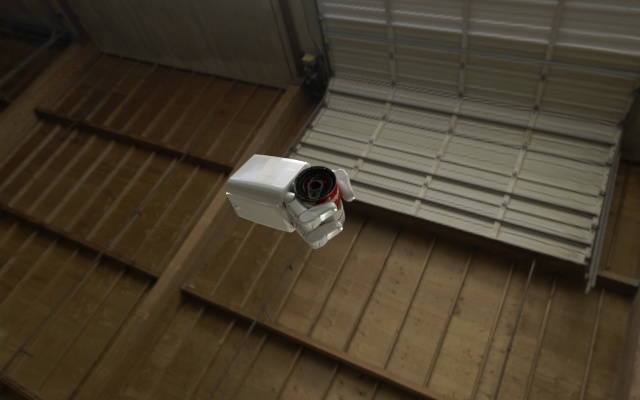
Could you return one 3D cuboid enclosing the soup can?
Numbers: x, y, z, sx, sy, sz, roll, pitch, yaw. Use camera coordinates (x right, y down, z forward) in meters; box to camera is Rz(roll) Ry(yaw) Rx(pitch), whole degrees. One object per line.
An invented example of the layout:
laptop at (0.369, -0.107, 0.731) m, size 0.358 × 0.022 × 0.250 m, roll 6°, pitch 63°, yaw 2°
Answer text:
soup can at (0.001, 0.003, 0.773) m, size 0.068 × 0.068 × 0.102 m, roll 0°, pitch -37°, yaw 13°
